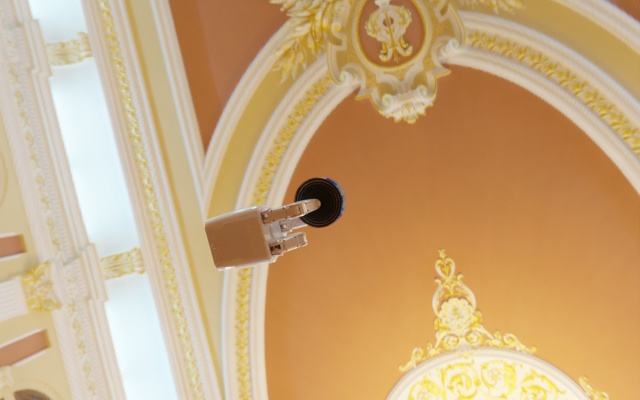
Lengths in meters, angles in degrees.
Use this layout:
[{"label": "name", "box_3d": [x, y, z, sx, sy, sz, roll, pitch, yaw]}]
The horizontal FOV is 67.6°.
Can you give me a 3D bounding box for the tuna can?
[{"label": "tuna can", "box_3d": [0.000, 0.003, 0.819, 0.086, 0.086, 0.034, 0, 5, 18]}]
